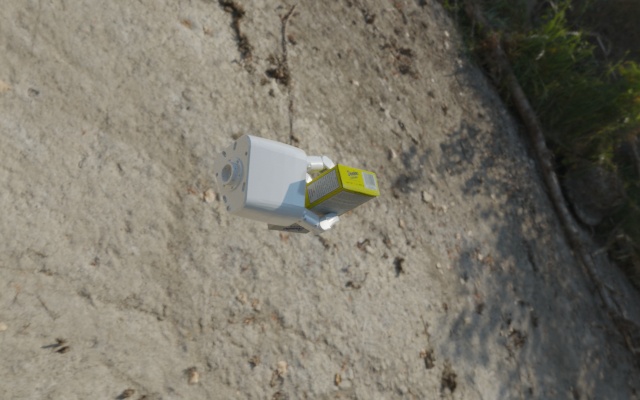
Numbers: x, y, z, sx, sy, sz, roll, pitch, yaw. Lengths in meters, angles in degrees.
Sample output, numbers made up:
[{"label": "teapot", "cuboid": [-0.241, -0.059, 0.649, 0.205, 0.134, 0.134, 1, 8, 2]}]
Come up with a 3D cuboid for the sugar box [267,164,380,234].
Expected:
[{"label": "sugar box", "cuboid": [0.000, 0.002, 0.778, 0.176, 0.048, 0.093, -27, -25, 38]}]
